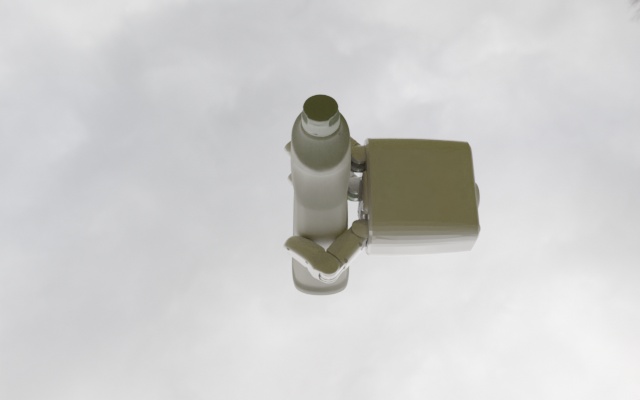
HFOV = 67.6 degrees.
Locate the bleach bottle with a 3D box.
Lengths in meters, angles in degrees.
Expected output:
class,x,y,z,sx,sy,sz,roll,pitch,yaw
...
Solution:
class,x,y,z,sx,sy,sz,roll,pitch,yaw
bleach bottle,0.000,0.001,0.473,0.068,0.102,0.251,-1,-32,0
